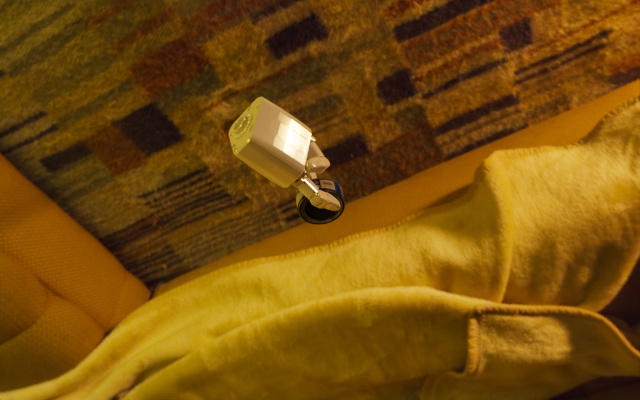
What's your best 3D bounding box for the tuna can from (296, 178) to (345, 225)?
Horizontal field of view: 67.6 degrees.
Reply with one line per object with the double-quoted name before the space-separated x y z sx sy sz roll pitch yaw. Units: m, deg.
"tuna can" 0.000 0.003 0.844 0.086 0.086 0.033 0 43 -11
